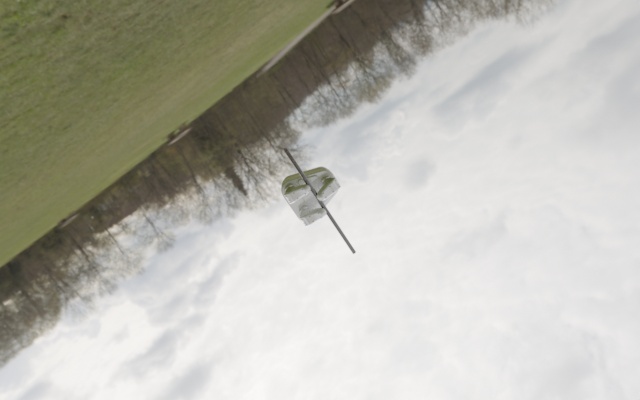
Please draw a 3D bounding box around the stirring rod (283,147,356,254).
[{"bbox_3d":[0.000,0.003,0.897,0.011,0.239,0.011,-32,11,7],"label":"stirring rod"}]
